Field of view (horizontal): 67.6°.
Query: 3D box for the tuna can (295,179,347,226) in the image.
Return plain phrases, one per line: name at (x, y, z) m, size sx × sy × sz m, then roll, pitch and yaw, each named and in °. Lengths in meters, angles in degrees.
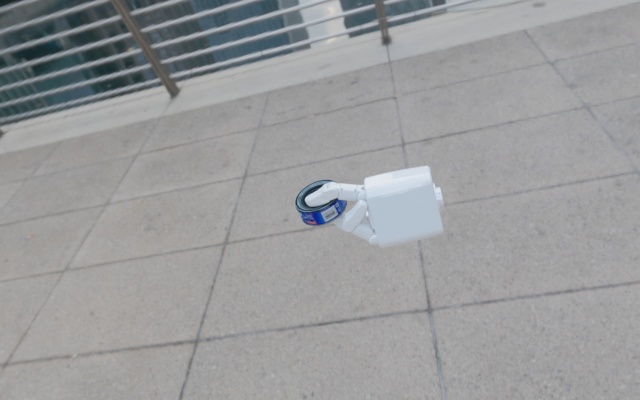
tuna can at (0.000, 0.002, 0.819) m, size 0.086 × 0.034 × 0.086 m, roll -17°, pitch 36°, yaw 13°
